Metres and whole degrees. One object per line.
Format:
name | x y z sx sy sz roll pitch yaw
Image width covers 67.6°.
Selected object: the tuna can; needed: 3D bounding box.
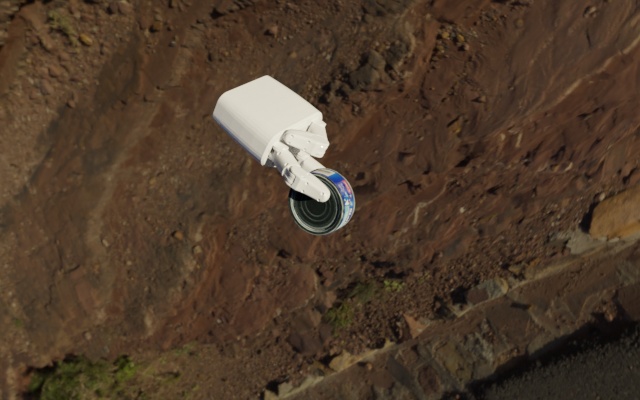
tuna can | 0.000 0.002 0.630 0.086 0.086 0.033 0 14 30
